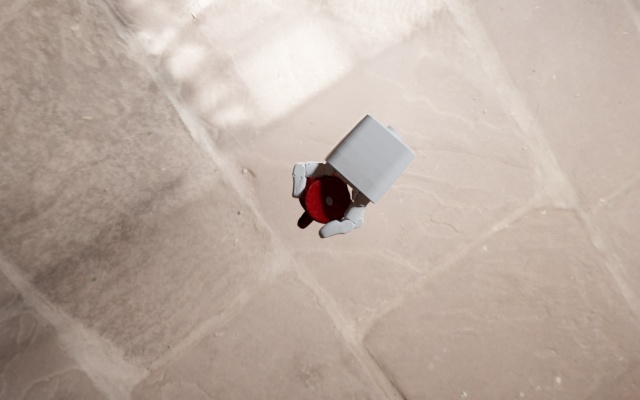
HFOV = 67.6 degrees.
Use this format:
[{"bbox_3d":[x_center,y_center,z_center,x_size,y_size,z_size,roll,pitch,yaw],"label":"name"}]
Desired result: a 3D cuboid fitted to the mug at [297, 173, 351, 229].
[{"bbox_3d":[-0.001,0.004,0.830,0.093,0.117,0.081,42,5,-11],"label":"mug"}]
